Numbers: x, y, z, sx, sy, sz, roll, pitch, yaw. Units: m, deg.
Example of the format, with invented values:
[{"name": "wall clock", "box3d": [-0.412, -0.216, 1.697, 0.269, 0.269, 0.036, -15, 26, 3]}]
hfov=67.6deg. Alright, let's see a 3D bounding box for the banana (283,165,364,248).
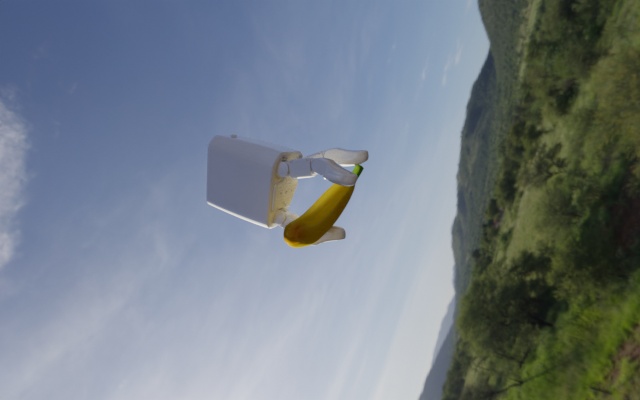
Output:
[{"name": "banana", "box3d": [-0.002, 0.016, 0.605, 0.037, 0.070, 0.197, 23, 35, 15]}]
